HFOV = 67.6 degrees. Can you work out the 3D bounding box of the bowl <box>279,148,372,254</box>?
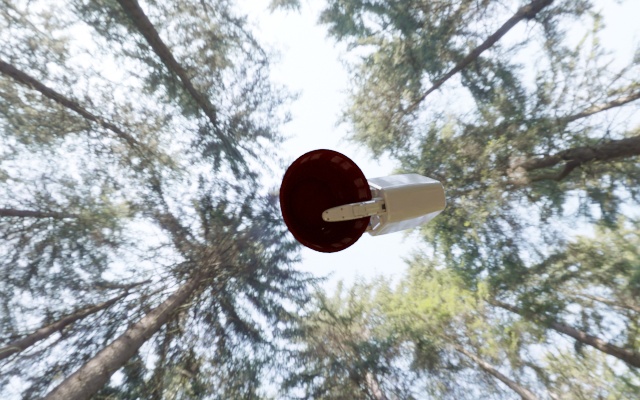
[{"bbox_3d":[-0.001,0.002,0.750,0.162,0.162,0.055,0,-6,-28],"label":"bowl"}]
